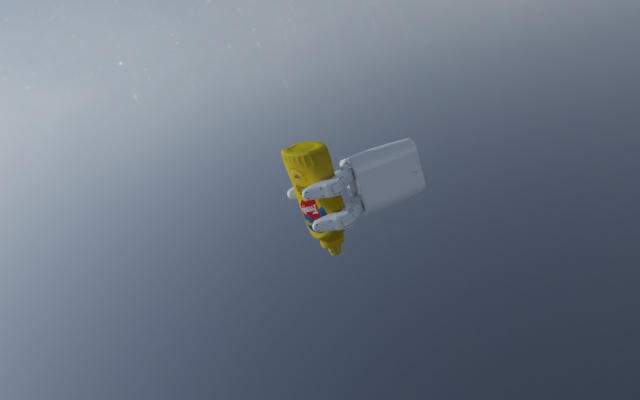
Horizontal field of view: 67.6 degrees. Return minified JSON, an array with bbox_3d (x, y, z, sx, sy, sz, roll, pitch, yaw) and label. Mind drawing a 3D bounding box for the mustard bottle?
[{"bbox_3d":[0.000,0.002,0.769,0.058,0.192,0.096,-30,23,-29],"label":"mustard bottle"}]
